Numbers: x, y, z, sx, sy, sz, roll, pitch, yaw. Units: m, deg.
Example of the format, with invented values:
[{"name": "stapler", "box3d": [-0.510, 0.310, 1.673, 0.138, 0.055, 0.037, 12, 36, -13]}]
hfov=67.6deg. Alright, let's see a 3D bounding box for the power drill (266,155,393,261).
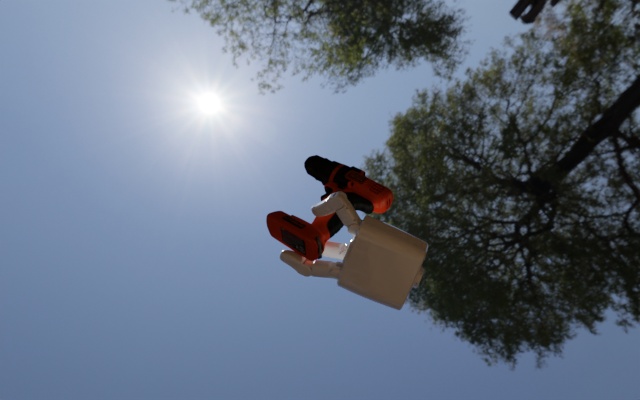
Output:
[{"name": "power drill", "box3d": [0.000, 0.003, 0.799, 0.184, 0.057, 0.187, 28, 53, 32]}]
